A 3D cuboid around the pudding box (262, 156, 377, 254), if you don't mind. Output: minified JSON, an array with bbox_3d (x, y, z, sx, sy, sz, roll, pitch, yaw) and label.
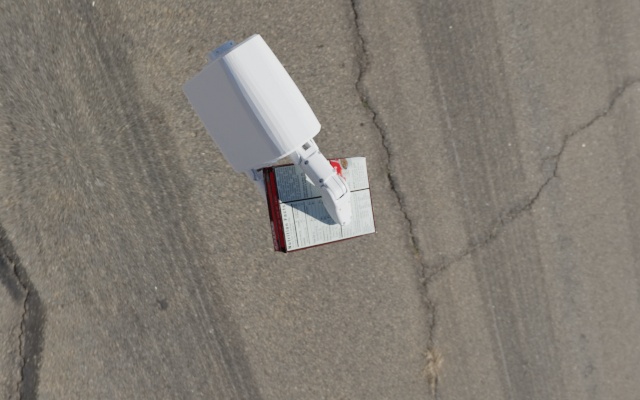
[{"bbox_3d":[0.000,0.002,0.508,0.113,0.090,0.039,-9,5,-24],"label":"pudding box"}]
